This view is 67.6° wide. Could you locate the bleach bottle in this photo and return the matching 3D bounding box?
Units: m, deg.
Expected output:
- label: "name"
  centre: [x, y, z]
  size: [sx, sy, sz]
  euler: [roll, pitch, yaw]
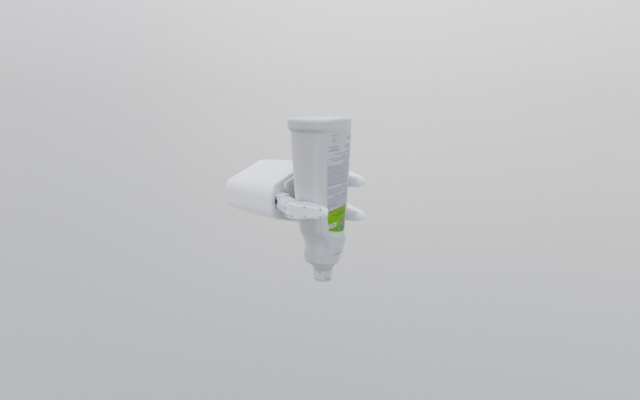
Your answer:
- label: "bleach bottle"
  centre: [0.000, 0.002, 0.714]
  size: [0.068, 0.251, 0.102]
  euler: [10, 16, 34]
